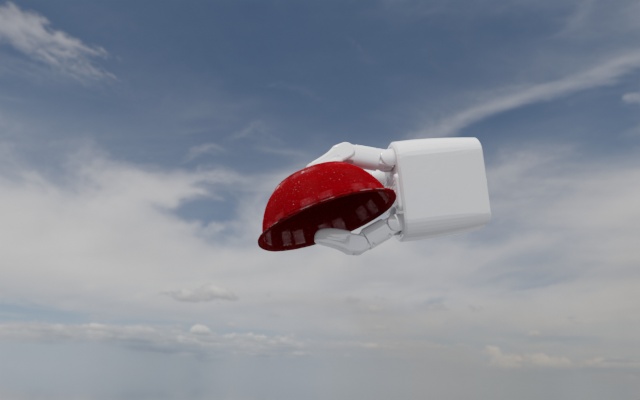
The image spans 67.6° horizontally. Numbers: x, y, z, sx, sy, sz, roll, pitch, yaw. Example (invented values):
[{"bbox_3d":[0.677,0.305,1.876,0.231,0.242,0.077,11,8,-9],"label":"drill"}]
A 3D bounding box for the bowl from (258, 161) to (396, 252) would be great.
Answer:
[{"bbox_3d":[-0.001,0.002,0.534,0.162,0.055,0.162,-19,-18,-6],"label":"bowl"}]
